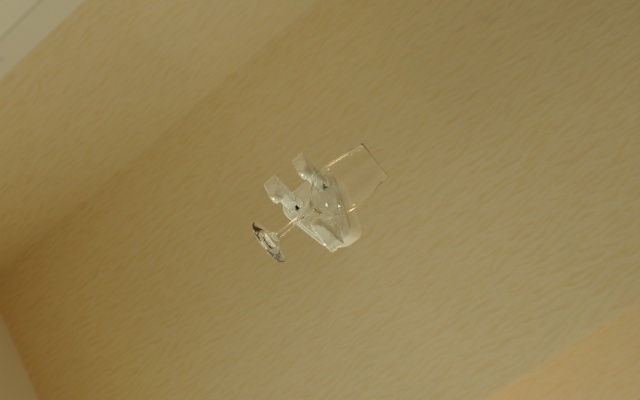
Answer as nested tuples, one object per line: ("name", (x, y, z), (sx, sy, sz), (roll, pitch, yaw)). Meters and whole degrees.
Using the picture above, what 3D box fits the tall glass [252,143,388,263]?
("tall glass", (0.000, 0.003, 0.696), (0.201, 0.079, 0.079), (-38, -7, 9))
